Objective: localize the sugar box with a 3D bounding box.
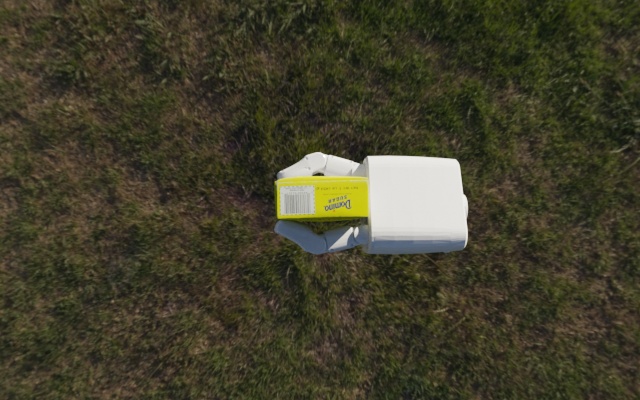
[{"bbox_3d":[0.000,0.002,0.548,0.093,0.048,0.176,-1,-5,0],"label":"sugar box"}]
